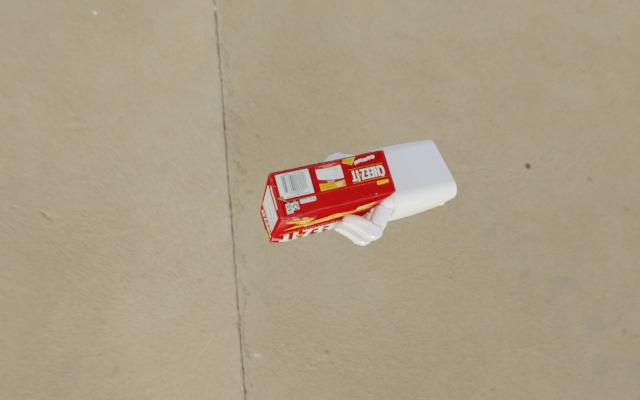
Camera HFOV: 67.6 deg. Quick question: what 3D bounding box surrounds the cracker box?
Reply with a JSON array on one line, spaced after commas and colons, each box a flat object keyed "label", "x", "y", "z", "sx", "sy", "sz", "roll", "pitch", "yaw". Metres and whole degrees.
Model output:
[{"label": "cracker box", "x": 0.000, "y": 0.002, "z": 0.725, "sx": 0.164, "sy": 0.072, "sz": 0.214, "roll": -13, "pitch": -11, "yaw": -13}]
